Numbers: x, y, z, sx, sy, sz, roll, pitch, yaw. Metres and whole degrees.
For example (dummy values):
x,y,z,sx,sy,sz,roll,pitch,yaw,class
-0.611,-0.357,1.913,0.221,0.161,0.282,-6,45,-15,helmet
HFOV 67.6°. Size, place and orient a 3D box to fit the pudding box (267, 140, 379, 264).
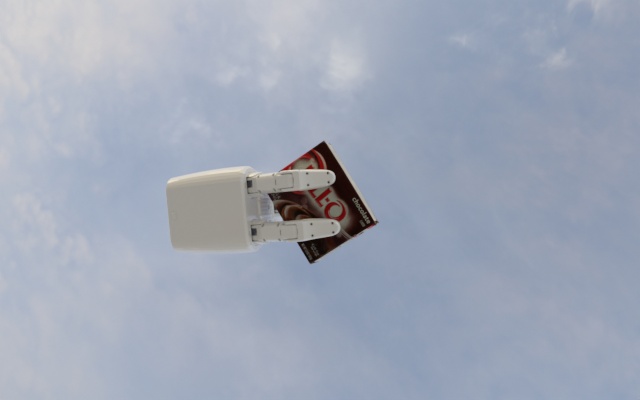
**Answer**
x,y,z,sx,sy,sz,roll,pitch,yaw,class
0.000,0.002,0.551,0.090,0.113,0.039,-34,-6,14,pudding box
